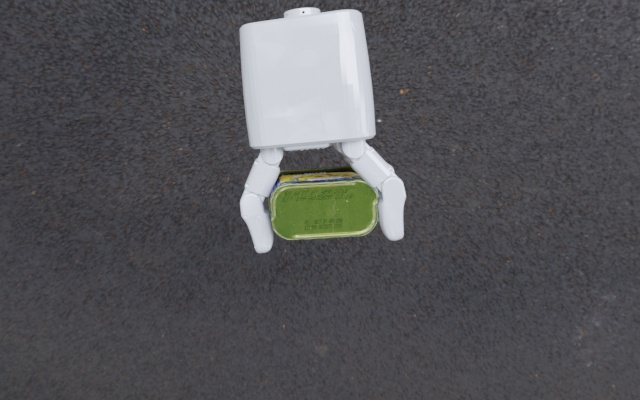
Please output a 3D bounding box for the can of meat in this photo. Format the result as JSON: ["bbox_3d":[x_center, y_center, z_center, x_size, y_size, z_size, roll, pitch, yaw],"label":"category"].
[{"bbox_3d":[0.000,0.002,0.460,0.102,0.057,0.084,-4,10,-5],"label":"can of meat"}]
